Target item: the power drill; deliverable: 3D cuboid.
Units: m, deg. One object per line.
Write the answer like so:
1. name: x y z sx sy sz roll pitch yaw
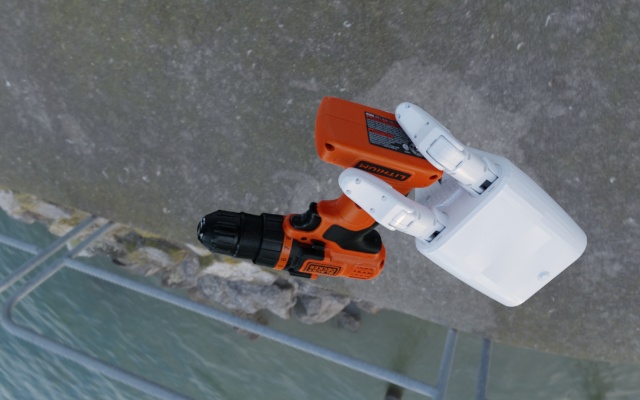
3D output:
1. power drill: 0.000 0.001 0.410 0.184 0.057 0.188 10 -39 -20
